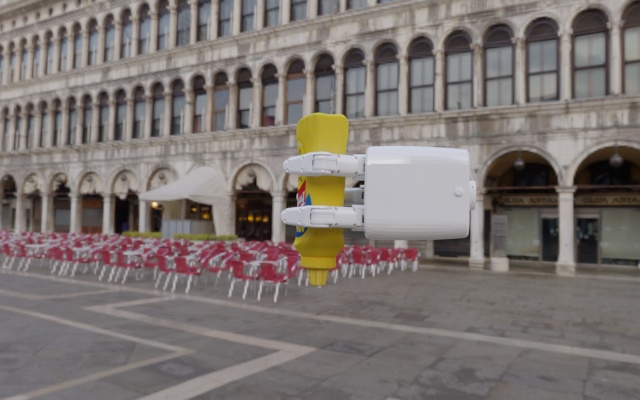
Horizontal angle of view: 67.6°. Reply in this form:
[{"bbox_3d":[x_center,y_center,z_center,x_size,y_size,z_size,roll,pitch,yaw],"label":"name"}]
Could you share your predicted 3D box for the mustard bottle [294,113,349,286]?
[{"bbox_3d":[0.000,0.002,0.554,0.058,0.191,0.096,2,-3,-13],"label":"mustard bottle"}]
